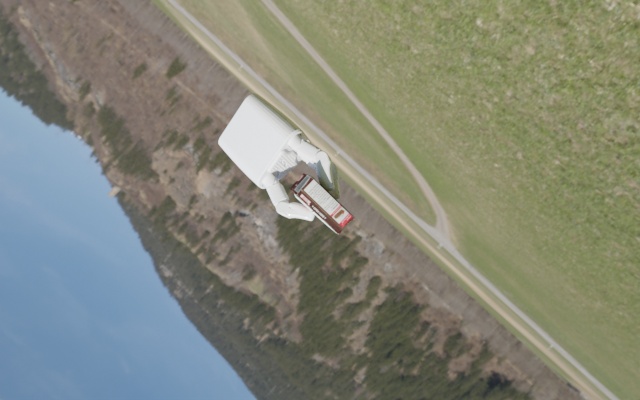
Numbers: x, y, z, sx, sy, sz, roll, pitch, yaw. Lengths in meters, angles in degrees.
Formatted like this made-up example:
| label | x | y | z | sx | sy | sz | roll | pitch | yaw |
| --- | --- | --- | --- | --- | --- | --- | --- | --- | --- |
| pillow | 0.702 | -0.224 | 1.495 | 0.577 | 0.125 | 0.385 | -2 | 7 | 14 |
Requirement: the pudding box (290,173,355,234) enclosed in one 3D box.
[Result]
| label | x | y | z | sx | sy | sz | roll | pitch | yaw |
| --- | --- | --- | --- | --- | --- | --- | --- | --- | --- |
| pudding box | 0.000 | 0.002 | 0.735 | 0.090 | 0.039 | 0.113 | 43 | 1 | -10 |
